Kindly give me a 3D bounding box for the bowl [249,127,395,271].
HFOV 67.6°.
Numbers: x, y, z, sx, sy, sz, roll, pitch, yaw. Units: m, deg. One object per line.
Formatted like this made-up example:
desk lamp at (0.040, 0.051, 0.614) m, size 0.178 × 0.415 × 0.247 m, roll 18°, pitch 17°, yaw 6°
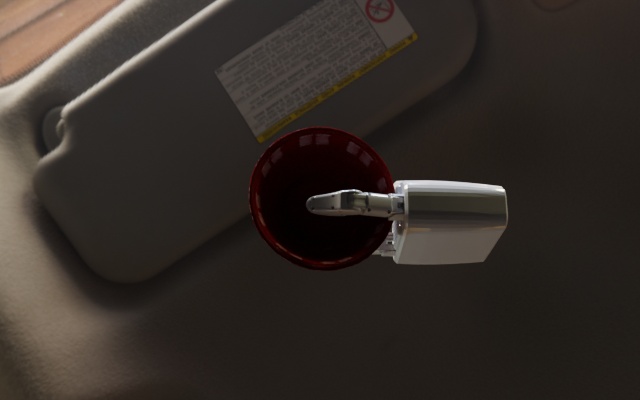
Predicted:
bowl at (-0.001, 0.001, 0.540) m, size 0.162 × 0.162 × 0.055 m, roll 0°, pitch -15°, yaw -9°
